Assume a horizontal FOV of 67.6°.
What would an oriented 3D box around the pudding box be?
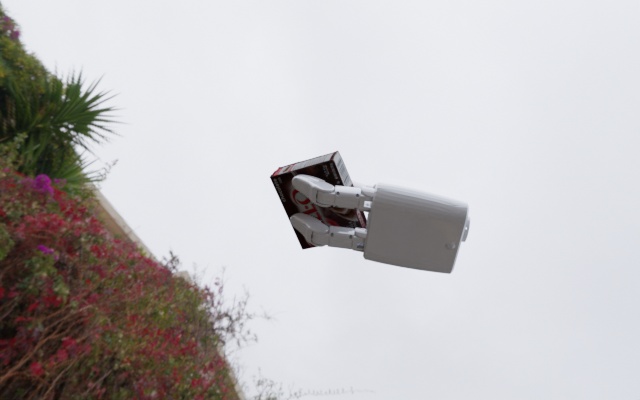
[{"bbox_3d":[0.000,0.002,0.606,0.090,0.113,0.039,-14,20,23],"label":"pudding box"}]
